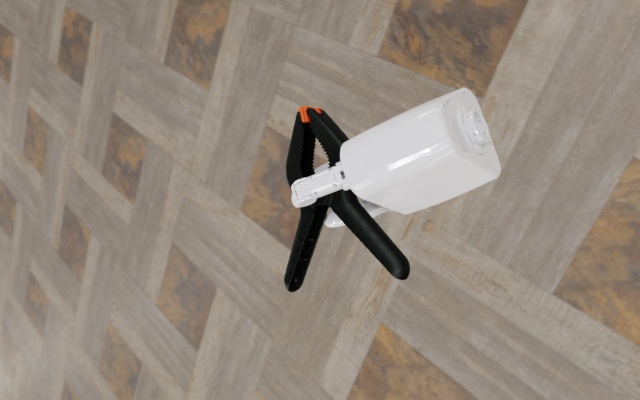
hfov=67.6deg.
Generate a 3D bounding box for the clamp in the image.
[{"bbox_3d":[0.000,0.001,0.530,0.164,0.210,0.036,-23,-11,37],"label":"clamp"}]
